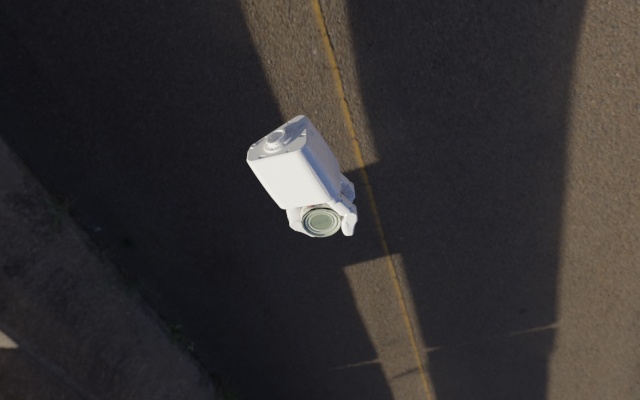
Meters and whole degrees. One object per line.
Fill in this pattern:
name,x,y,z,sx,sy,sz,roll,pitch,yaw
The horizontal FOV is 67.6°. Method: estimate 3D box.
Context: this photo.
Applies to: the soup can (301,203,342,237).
soup can,0.000,0.003,0.809,0.068,0.069,0.102,0,43,-3
